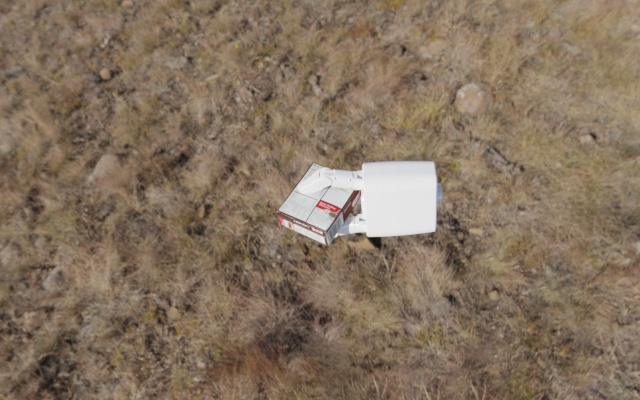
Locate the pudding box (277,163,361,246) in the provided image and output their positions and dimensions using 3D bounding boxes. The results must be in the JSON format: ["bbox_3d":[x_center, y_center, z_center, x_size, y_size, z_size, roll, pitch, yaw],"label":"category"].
[{"bbox_3d":[0.000,0.002,0.735,0.090,0.113,0.039,22,-33,23],"label":"pudding box"}]
